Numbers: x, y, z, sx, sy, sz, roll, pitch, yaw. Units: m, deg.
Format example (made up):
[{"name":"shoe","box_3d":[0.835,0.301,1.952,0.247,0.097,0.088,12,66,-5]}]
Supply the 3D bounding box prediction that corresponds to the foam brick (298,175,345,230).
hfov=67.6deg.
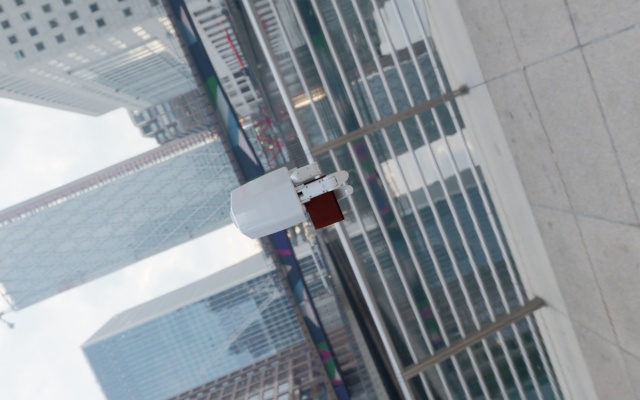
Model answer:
[{"name":"foam brick","box_3d":[0.000,0.003,0.793,0.051,0.078,0.053,-23,6,-2]}]
